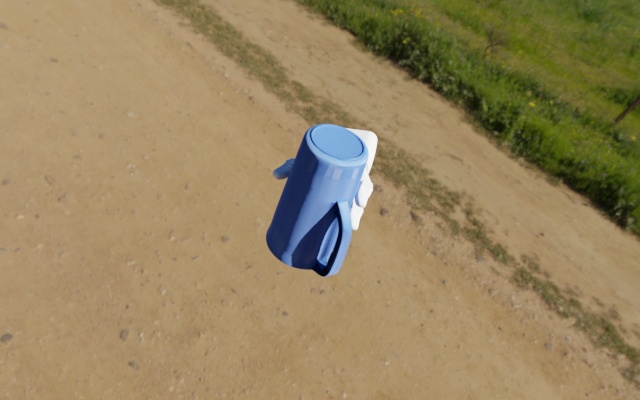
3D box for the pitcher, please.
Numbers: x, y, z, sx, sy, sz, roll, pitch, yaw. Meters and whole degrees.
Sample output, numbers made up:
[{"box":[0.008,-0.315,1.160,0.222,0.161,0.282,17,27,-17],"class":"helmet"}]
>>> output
[{"box":[0.000,0.003,0.813,0.149,0.243,0.145,23,40,3],"class":"pitcher"}]
